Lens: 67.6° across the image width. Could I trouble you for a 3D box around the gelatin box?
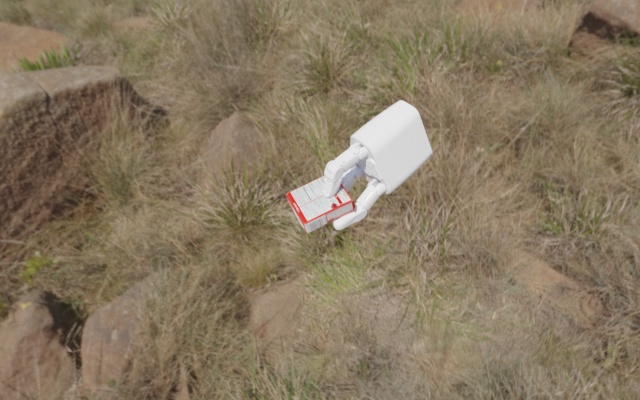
[{"bbox_3d":[0.000,0.002,0.765,0.089,0.073,0.030,-26,-38,-9],"label":"gelatin box"}]
